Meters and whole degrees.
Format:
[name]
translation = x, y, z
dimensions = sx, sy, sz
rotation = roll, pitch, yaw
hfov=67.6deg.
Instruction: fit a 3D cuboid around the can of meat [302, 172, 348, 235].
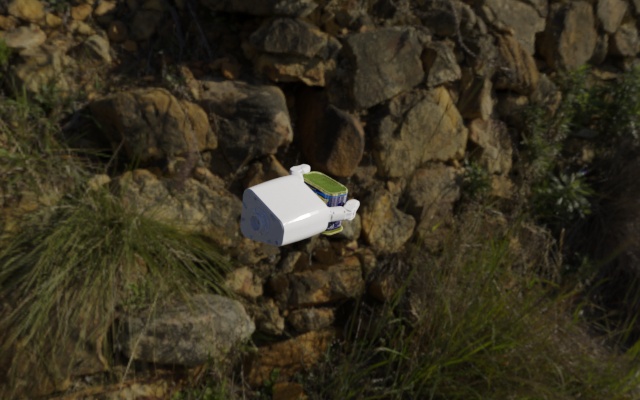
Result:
[can of meat]
translation = 0.000, 0.003, 0.892
dimensions = 0.057, 0.084, 0.102
rotation = -15, 34, -40
